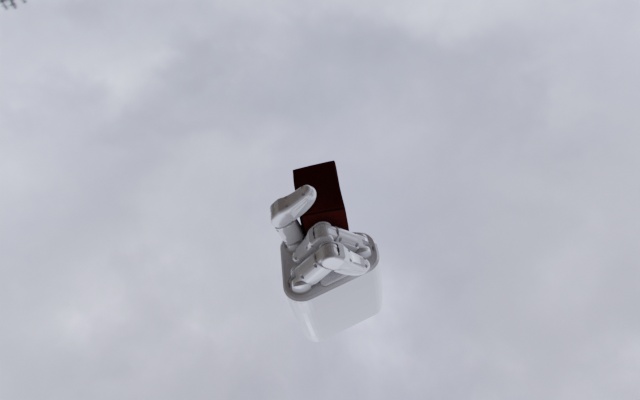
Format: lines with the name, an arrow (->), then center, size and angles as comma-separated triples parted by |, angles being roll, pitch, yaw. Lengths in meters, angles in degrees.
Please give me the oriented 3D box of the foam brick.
foam brick -> 0.000, 0.002, 0.552 | 0.053, 0.078, 0.051 | -11, -44, 2
